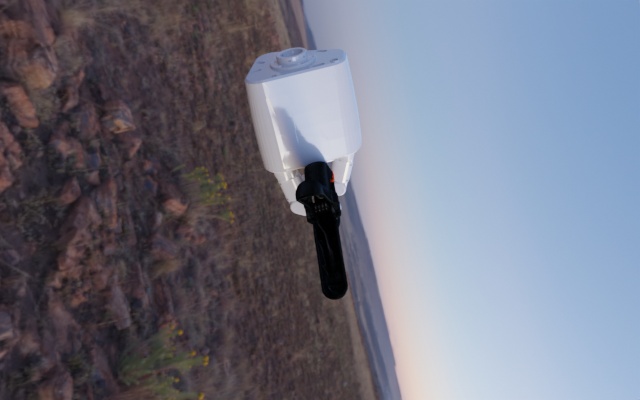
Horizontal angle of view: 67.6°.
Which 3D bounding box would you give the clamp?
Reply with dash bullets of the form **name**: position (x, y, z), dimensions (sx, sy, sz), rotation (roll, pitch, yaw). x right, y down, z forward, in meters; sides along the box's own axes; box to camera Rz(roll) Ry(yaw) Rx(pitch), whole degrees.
- **clamp**: position (0.001, 0.001, 0.482), dimensions (0.039, 0.120, 0.171), rotation (-8, 34, 1)
